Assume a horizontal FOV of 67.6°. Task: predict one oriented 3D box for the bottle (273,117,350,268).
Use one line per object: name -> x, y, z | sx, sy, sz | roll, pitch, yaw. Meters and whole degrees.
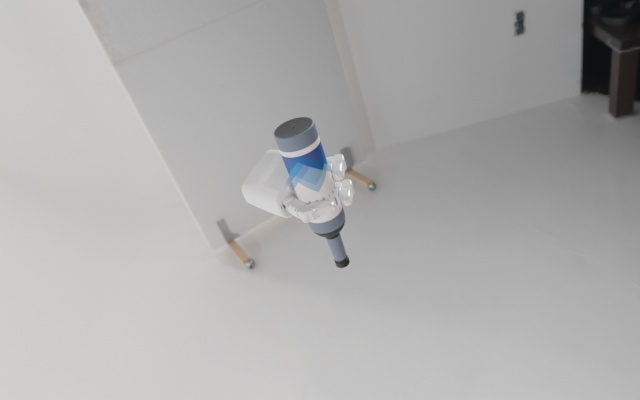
bottle -> 0.000, 0.003, 0.816 | 0.069, 0.296, 0.069 | -14, 34, 9
